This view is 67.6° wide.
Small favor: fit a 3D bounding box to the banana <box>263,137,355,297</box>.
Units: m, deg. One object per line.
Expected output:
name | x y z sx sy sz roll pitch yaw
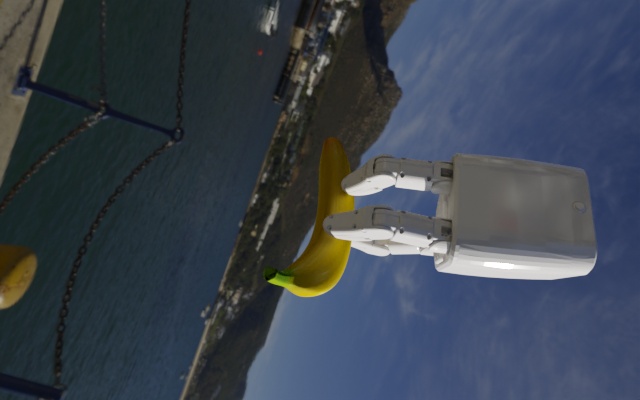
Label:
banana | 0.006 0.018 0.428 0.037 0.070 0.197 -9 34 22
